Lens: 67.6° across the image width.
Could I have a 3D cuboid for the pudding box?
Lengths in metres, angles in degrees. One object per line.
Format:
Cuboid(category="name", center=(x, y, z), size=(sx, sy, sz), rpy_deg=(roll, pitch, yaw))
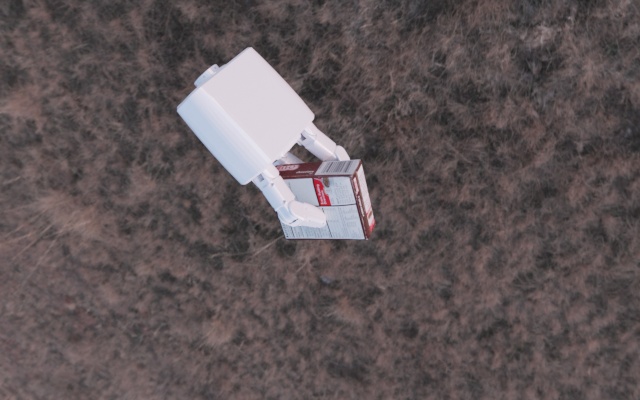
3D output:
Cuboid(category="pudding box", center=(0.000, 0.002, 0.563), size=(0.113, 0.090, 0.039), rpy_deg=(-1, 33, 26))
